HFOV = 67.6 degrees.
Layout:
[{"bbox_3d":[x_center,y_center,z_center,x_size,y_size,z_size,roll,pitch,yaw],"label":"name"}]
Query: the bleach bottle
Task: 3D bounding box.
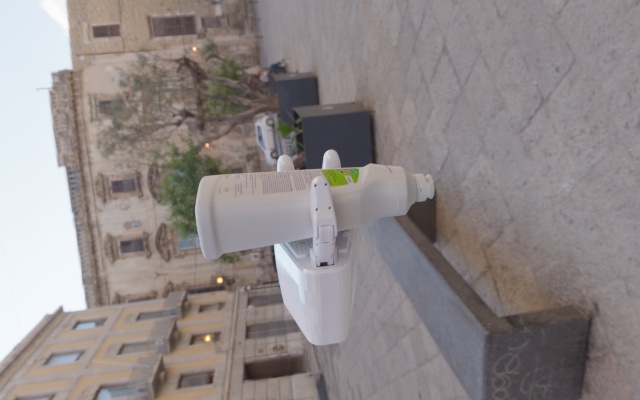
[{"bbox_3d":[0.000,0.002,0.514,0.251,0.068,0.102,-6,27,-6],"label":"bleach bottle"}]
